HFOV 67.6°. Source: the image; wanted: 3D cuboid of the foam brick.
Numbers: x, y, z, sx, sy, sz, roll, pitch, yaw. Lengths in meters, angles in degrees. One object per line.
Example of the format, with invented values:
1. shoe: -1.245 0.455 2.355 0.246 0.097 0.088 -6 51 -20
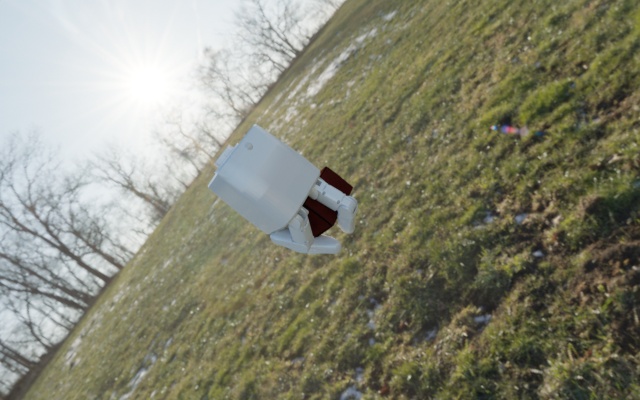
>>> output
1. foam brick: 0.000 0.002 0.661 0.051 0.078 0.053 38 -38 -10
